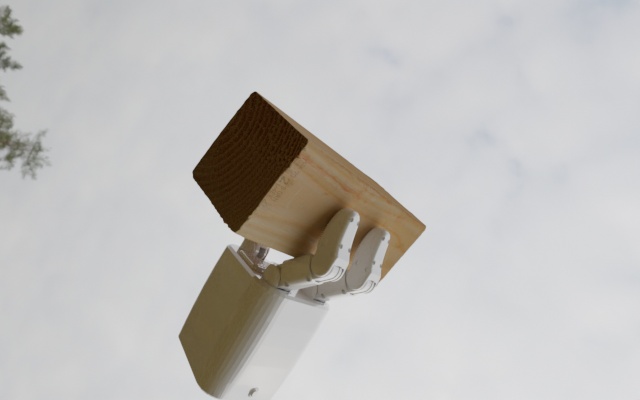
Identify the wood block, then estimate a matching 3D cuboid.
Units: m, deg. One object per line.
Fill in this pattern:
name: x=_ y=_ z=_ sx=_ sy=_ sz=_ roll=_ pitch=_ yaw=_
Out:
wood block: x=0.000 y=0.002 z=0.442 sx=0.206 sy=0.090 sz=0.090 roll=31 pitch=11 yaw=-49
